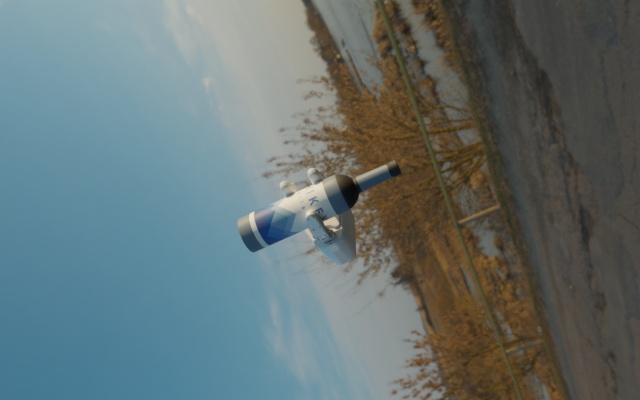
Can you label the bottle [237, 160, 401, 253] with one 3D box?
[{"bbox_3d":[0.000,0.003,0.834,0.296,0.069,0.069,-24,-4,8],"label":"bottle"}]
